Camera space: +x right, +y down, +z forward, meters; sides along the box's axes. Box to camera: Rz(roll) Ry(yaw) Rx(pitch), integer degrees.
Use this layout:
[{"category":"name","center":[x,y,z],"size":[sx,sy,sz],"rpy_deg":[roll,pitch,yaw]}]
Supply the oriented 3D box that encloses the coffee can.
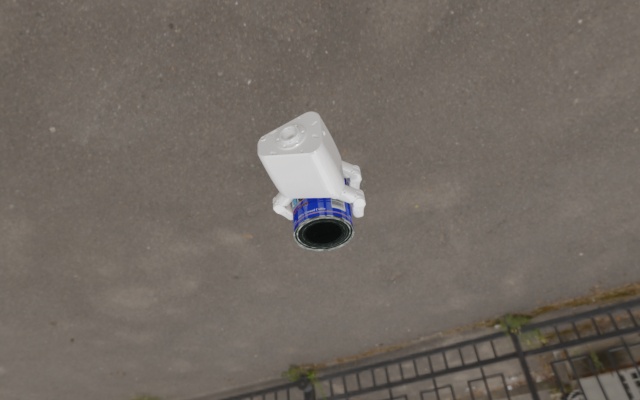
[{"category":"coffee can","center":[0.000,0.003,0.838],"size":[0.103,0.140,0.103],"rpy_deg":[-4,-38,-3]}]
